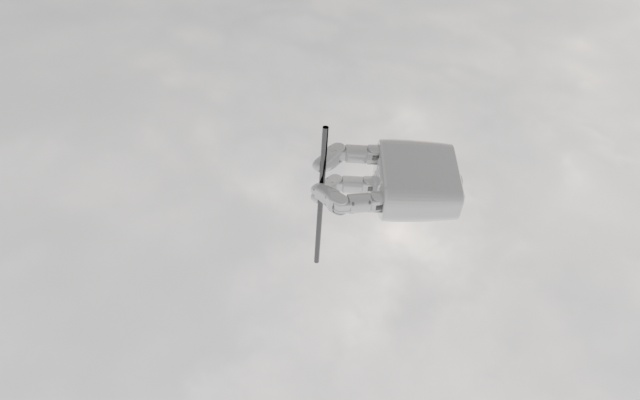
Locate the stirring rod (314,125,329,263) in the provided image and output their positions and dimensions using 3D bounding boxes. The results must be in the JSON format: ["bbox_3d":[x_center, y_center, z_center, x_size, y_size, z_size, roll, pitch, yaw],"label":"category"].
[{"bbox_3d":[0.000,0.002,0.664,0.011,0.240,0.011,2,40,-2],"label":"stirring rod"}]
